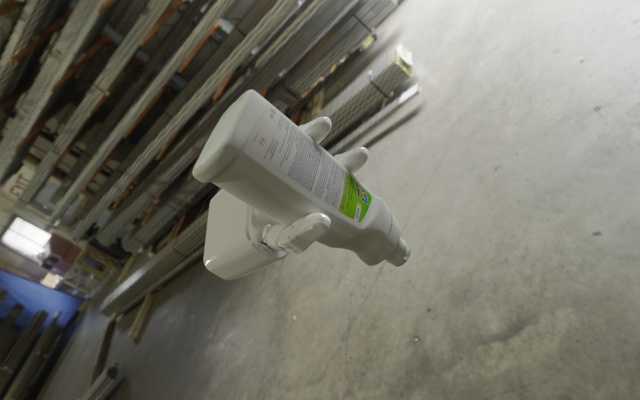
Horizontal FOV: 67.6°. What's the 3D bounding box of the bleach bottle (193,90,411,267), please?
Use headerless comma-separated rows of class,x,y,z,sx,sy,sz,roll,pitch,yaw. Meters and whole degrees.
bleach bottle,0.000,0.001,0.494,0.251,0.102,0.068,37,-43,-24
